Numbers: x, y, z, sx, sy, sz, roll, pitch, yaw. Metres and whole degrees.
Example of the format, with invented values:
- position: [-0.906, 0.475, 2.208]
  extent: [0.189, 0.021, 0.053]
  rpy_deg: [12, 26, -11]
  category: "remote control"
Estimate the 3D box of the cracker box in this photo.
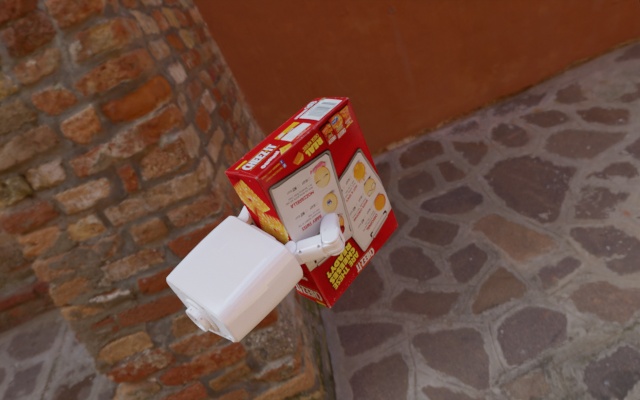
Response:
- position: [0.000, 0.002, 0.609]
  extent: [0.072, 0.214, 0.164]
  rpy_deg: [14, 49, 45]
  category: "cracker box"
